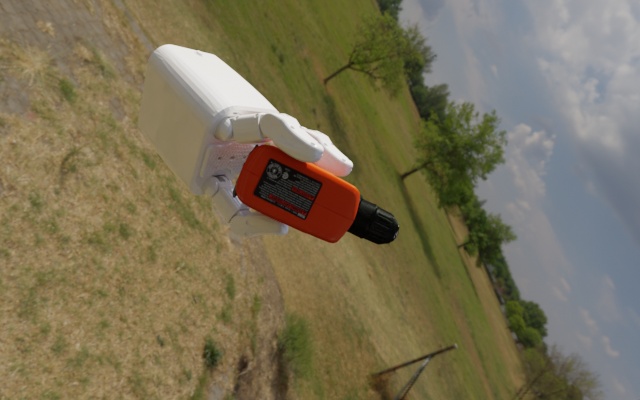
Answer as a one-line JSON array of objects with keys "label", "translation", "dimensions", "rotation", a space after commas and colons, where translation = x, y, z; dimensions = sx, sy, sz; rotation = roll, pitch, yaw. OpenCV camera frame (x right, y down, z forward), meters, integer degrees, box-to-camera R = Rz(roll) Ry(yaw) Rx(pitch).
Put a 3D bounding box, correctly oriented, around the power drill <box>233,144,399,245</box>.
[{"label": "power drill", "translation": [0.000, 0.001, 0.487], "dimensions": [0.184, 0.057, 0.187], "rotation": [24, 0, 4]}]
